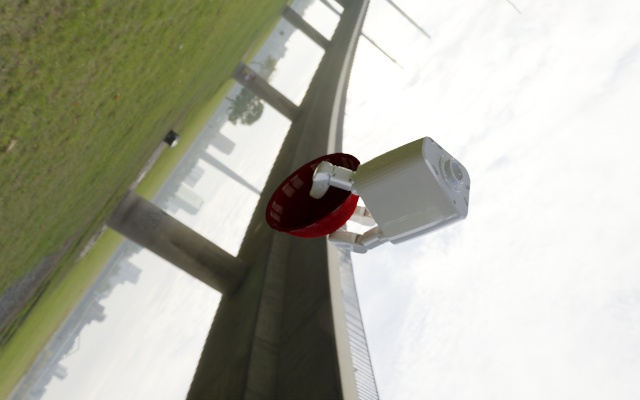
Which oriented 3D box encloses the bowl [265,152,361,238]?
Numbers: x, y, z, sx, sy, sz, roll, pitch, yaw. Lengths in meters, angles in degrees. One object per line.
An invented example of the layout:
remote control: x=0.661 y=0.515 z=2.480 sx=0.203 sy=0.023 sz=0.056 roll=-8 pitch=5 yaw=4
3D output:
bowl: x=-0.001 y=0.003 z=0.706 sx=0.162 sy=0.162 sz=0.055 roll=0 pitch=-44 yaw=43
